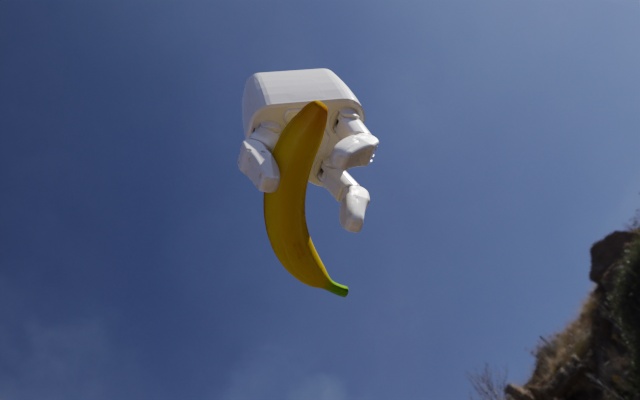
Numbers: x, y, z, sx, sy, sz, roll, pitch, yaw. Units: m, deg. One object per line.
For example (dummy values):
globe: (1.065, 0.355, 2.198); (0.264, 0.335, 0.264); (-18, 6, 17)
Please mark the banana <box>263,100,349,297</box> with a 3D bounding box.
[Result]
banana: (-0.018, 0.007, 0.430); (0.069, 0.198, 0.037); (-8, 31, 1)
